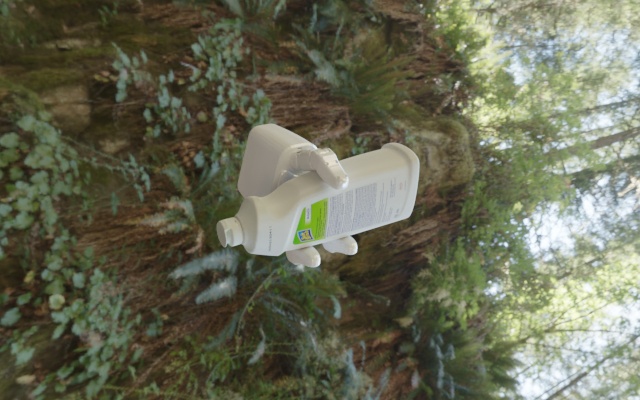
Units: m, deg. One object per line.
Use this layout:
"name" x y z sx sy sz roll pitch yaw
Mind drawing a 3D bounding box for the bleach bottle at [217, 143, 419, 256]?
"bleach bottle" 0.000 0.002 0.570 0.251 0.103 0.068 -14 31 -28
